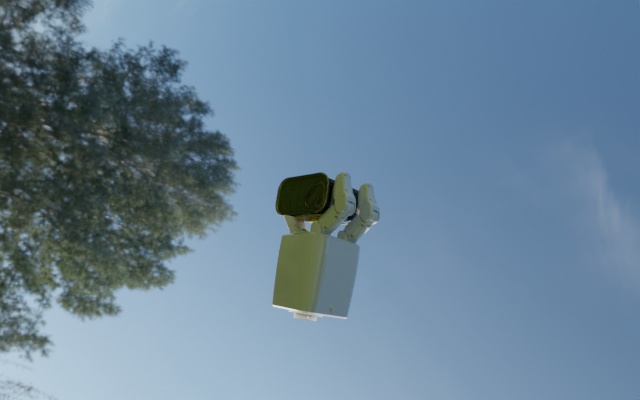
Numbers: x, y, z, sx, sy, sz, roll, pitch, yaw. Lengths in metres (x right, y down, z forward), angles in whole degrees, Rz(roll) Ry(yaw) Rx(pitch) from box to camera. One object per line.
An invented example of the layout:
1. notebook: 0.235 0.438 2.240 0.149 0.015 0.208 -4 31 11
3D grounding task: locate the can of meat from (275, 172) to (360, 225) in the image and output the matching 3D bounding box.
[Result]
1. can of meat: 0.000 0.002 0.695 0.102 0.057 0.084 -7 -20 44
